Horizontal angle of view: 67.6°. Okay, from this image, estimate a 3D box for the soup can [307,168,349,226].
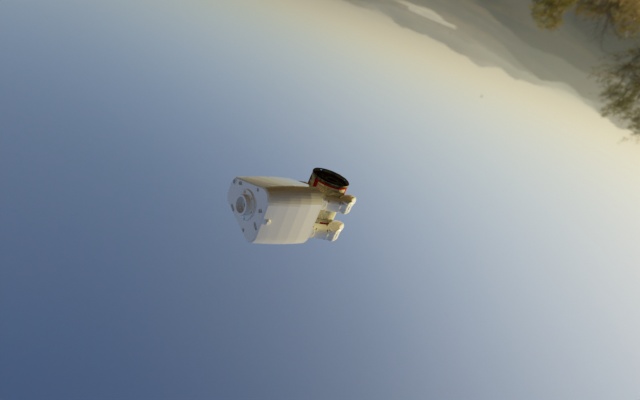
[{"bbox_3d":[0.000,0.003,0.839,0.068,0.102,0.068,20,21,-8],"label":"soup can"}]
